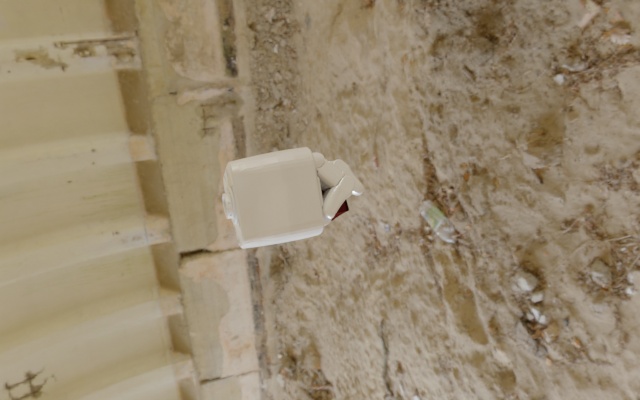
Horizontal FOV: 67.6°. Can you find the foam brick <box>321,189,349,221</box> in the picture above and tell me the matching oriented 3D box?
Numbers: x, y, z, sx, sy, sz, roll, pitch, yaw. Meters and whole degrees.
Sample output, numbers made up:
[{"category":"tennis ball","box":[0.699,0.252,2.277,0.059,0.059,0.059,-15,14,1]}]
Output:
[{"category":"foam brick","box":[0.000,0.002,0.693,0.051,0.053,0.078,-11,-10,-18]}]
